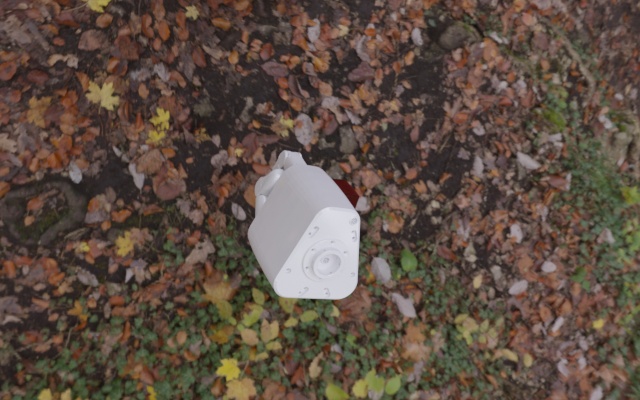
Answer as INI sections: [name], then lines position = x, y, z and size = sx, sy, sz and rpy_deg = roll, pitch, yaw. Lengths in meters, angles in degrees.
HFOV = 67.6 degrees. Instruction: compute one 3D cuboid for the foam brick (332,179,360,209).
[foam brick]
position = 0.000, 0.002, 0.601
size = 0.078, 0.053, 0.051
rpy_deg = 7, 22, -25
